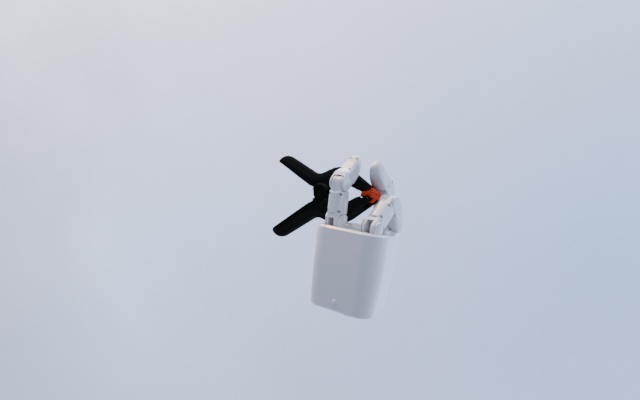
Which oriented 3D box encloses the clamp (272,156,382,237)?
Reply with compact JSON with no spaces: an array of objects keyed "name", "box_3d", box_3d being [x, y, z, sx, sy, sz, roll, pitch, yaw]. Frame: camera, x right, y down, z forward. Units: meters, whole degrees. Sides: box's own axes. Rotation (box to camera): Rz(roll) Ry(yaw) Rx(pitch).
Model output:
[{"name":"clamp","box_3d":[0.001,0.002,0.676,0.171,0.120,0.039,10,2,36]}]
